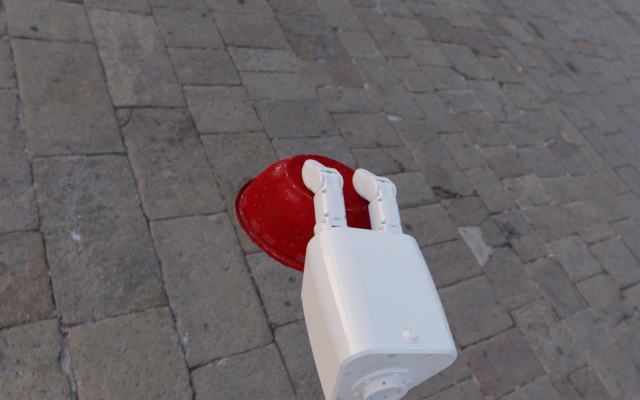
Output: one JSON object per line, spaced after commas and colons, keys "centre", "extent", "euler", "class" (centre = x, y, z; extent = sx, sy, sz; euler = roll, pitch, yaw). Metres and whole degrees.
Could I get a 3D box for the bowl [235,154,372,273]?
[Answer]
{"centre": [0.000, 0.000, 0.478], "extent": [0.162, 0.055, 0.162], "euler": [17, 32, -11], "class": "bowl"}
